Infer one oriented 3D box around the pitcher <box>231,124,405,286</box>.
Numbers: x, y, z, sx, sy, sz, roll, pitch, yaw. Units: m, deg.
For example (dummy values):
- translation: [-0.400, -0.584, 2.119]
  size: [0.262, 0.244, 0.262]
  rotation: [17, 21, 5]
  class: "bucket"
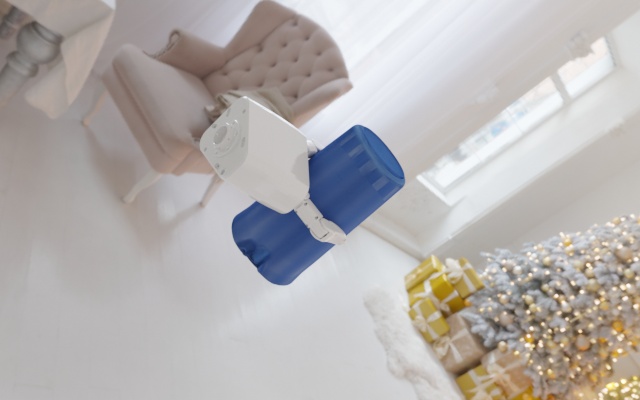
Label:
- translation: [0.000, 0.002, 0.697]
  size: [0.243, 0.149, 0.145]
  rotation: [-39, -43, 21]
  class: "pitcher"
